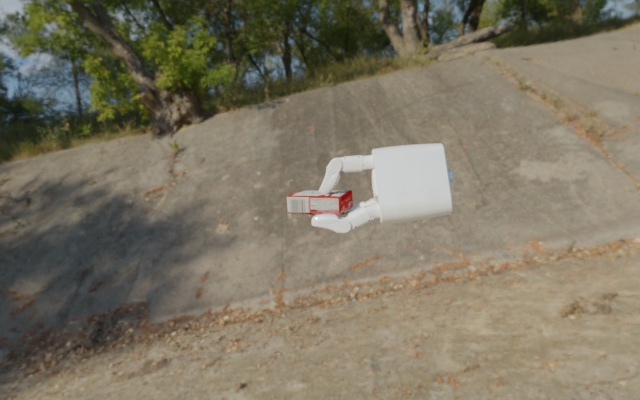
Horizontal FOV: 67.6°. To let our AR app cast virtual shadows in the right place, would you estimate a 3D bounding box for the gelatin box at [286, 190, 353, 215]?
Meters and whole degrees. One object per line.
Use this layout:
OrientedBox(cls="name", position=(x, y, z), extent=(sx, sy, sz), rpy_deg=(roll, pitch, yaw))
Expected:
OrientedBox(cls="gelatin box", position=(0.000, 0.002, 0.753), extent=(0.089, 0.030, 0.073), rpy_deg=(1, 9, 17))
